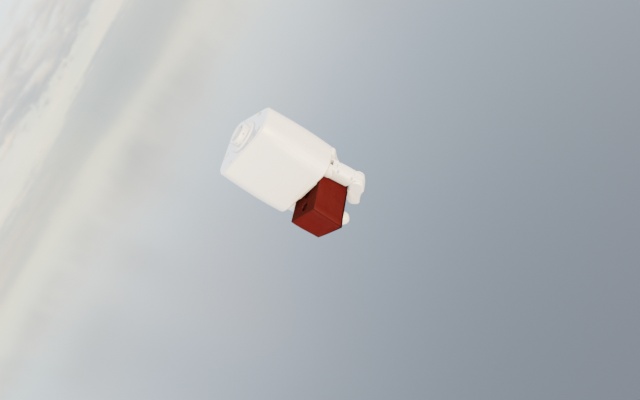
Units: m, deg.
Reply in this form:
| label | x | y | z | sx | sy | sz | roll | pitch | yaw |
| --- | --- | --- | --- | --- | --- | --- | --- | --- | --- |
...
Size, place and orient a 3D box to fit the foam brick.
| label | x | y | z | sx | sy | sz | roll | pitch | yaw |
| --- | --- | --- | --- | --- | --- | --- | --- | --- | --- |
| foam brick | 0.000 | 0.002 | 0.664 | 0.051 | 0.078 | 0.053 | 31 | -39 | -27 |
